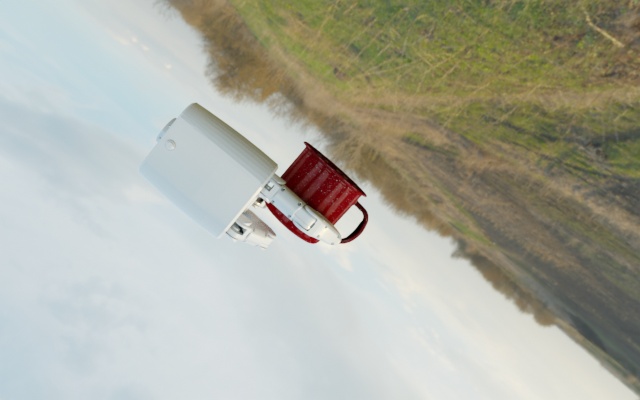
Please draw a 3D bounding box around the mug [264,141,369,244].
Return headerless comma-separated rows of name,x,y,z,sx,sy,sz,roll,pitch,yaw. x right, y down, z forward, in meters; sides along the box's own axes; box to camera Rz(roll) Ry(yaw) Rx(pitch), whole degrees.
mug,0.001,0.003,0.539,0.117,0.081,0.093,40,7,-8
